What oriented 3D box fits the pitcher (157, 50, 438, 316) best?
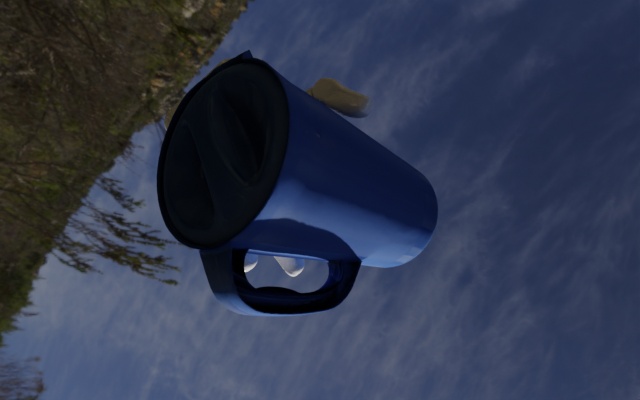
[{"bbox_3d":[0.000,0.001,0.400,0.243,0.149,0.145,19,19,-49],"label":"pitcher"}]
